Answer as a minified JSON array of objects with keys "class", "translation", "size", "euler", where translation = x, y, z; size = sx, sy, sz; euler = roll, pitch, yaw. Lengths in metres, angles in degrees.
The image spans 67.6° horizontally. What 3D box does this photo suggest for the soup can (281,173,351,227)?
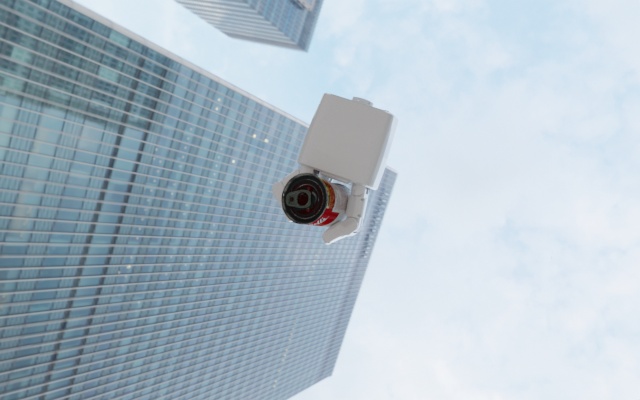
[{"class":"soup can","translation":[0.000,0.003,0.665],"size":[0.068,0.068,0.102],"euler":[0,-5,26]}]
